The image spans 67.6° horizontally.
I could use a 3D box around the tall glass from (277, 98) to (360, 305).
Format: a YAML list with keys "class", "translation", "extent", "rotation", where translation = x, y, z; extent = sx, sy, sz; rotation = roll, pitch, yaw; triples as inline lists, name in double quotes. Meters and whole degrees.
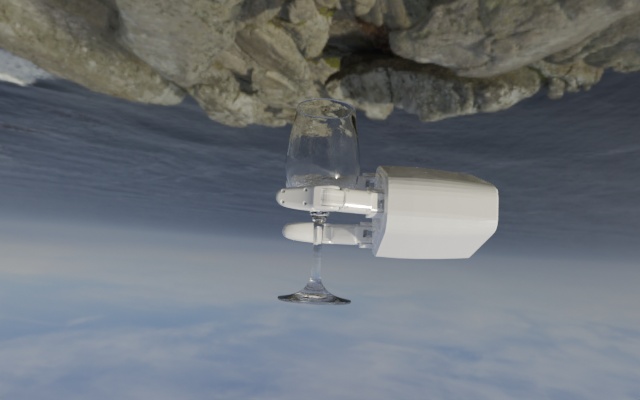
- class: "tall glass"
  translation: [0.000, 0.002, 0.490]
  extent: [0.079, 0.201, 0.079]
  rotation: [3, -6, 0]
